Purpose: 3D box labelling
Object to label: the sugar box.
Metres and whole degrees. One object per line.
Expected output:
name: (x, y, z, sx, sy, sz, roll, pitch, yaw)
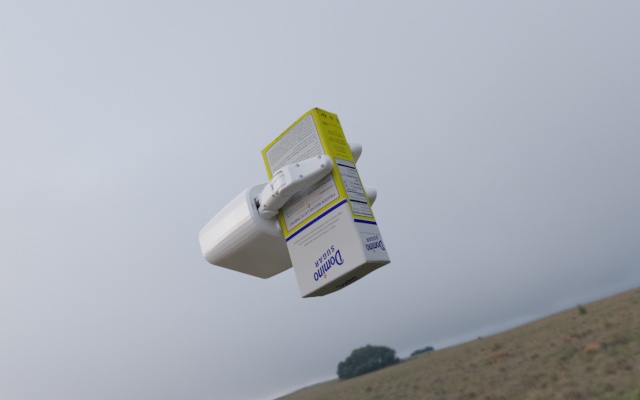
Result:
sugar box: (0.000, 0.002, 0.495, 0.093, 0.176, 0.048, -34, -26, 35)
